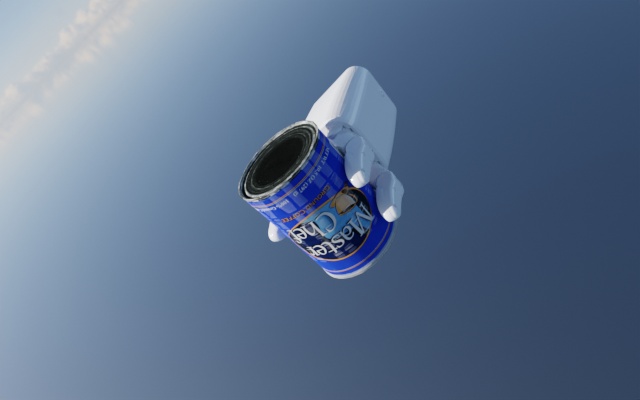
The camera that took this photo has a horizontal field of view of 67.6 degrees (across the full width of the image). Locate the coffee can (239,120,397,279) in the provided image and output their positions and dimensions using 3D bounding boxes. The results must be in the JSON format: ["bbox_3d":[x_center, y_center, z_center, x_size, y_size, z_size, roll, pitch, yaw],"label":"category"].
[{"bbox_3d":[0.000,0.002,0.500,0.103,0.102,0.140,0,-37,50],"label":"coffee can"}]
